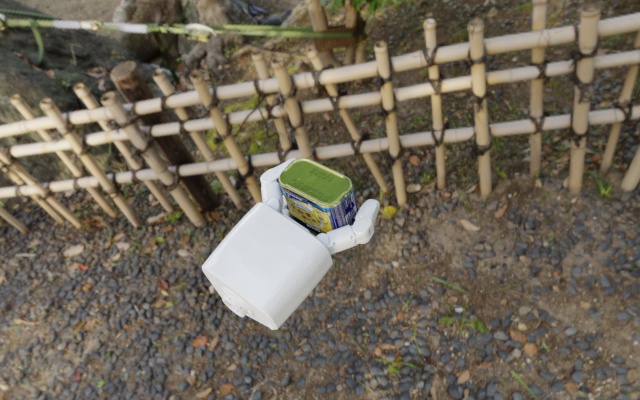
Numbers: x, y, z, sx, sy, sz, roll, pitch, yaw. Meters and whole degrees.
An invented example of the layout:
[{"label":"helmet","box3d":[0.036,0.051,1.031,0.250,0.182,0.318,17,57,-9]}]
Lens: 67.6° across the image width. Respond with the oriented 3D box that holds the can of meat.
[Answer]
[{"label":"can of meat","box3d":[0.000,0.002,0.607,0.102,0.057,0.084,27,-29,32]}]
